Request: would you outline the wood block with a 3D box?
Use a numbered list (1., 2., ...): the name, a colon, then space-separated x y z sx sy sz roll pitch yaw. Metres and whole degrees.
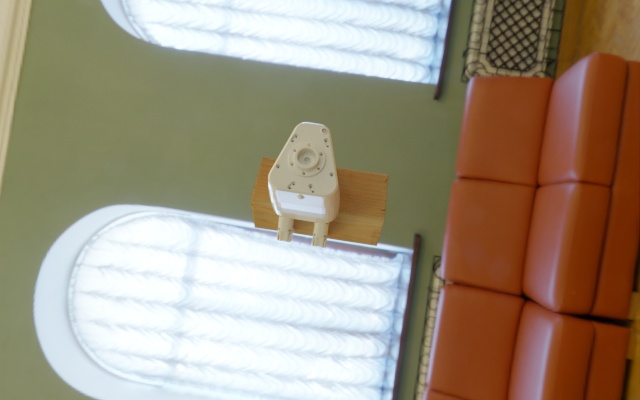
1. wood block: 0.000 0.002 0.782 0.206 0.090 0.090 9 -33 3
